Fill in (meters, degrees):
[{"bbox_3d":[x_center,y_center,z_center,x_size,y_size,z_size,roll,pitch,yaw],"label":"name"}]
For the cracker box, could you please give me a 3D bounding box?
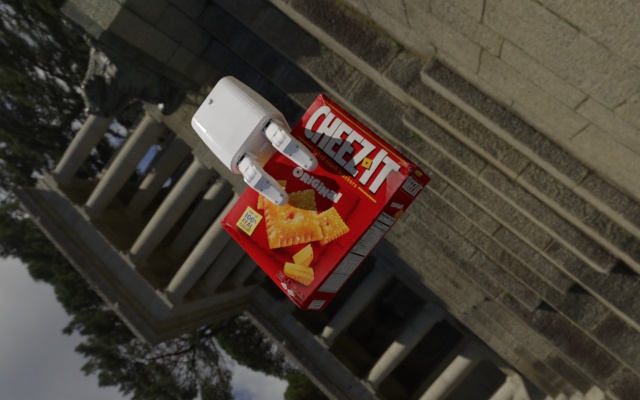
[{"bbox_3d":[0.000,0.002,0.590,0.164,0.214,0.072,42,9,27],"label":"cracker box"}]
